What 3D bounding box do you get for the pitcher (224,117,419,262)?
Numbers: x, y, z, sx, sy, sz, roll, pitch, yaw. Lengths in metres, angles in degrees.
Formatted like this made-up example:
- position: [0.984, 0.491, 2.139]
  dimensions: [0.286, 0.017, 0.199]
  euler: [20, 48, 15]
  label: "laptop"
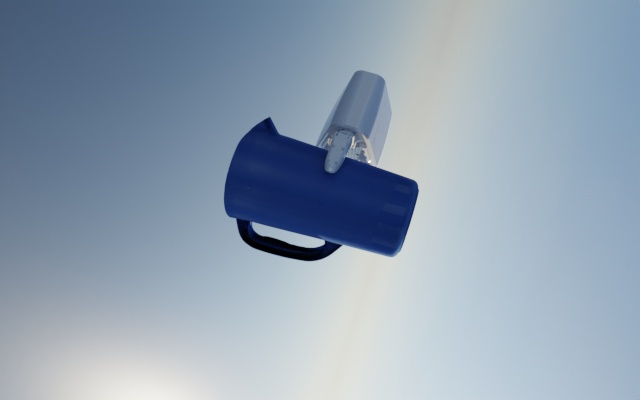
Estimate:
- position: [0.000, 0.002, 0.652]
  dimensions: [0.243, 0.145, 0.149]
  euler: [17, -26, 8]
  label: "pitcher"
